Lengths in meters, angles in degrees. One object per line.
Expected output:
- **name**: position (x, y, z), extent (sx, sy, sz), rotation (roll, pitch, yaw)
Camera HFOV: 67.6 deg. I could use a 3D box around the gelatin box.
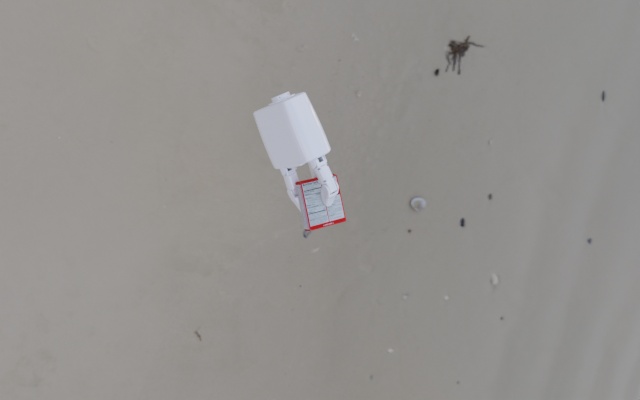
- **gelatin box**: position (0.000, 0.003, 0.846), extent (0.073, 0.089, 0.030), rotation (-14, 5, -24)
